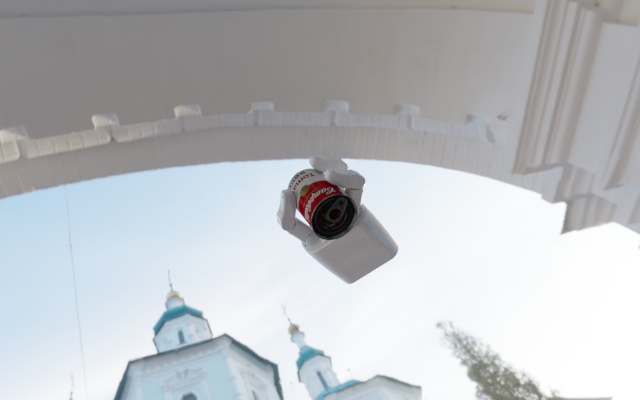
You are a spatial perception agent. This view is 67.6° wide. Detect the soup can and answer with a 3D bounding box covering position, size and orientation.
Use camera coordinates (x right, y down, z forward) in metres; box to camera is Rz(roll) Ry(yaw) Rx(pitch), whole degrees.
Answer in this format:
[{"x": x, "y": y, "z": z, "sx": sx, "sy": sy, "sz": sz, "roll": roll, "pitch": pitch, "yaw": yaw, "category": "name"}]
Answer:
[{"x": 0.000, "y": 0.002, "z": 0.676, "sx": 0.068, "sy": 0.068, "sz": 0.102, "roll": 0, "pitch": 24, "yaw": -25, "category": "soup can"}]
